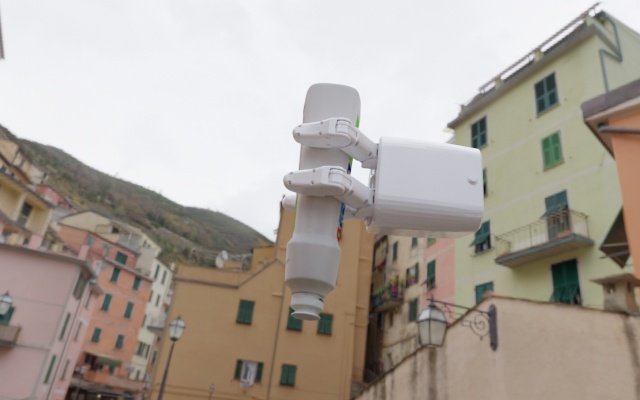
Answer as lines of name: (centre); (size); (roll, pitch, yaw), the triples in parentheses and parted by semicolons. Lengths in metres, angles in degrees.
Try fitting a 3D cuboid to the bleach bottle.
bleach bottle: (0.000, 0.002, 0.510); (0.068, 0.250, 0.103); (6, -26, 2)
